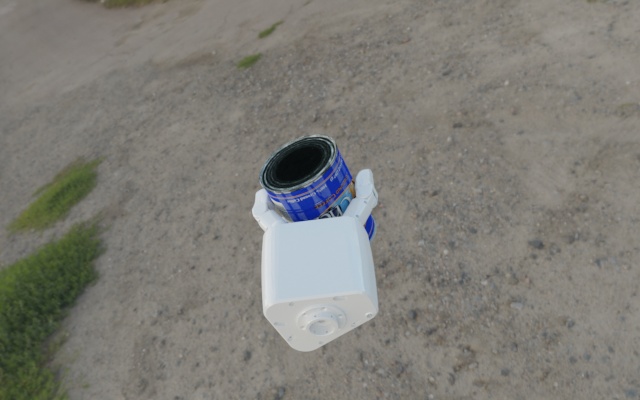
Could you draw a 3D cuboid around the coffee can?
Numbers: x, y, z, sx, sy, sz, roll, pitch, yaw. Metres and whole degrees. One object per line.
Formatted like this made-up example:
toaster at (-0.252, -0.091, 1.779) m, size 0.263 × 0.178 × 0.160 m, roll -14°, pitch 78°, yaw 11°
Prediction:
coffee can at (0.000, 0.002, 0.608) m, size 0.103 × 0.102 × 0.140 m, roll 0°, pitch -44°, yaw 34°
